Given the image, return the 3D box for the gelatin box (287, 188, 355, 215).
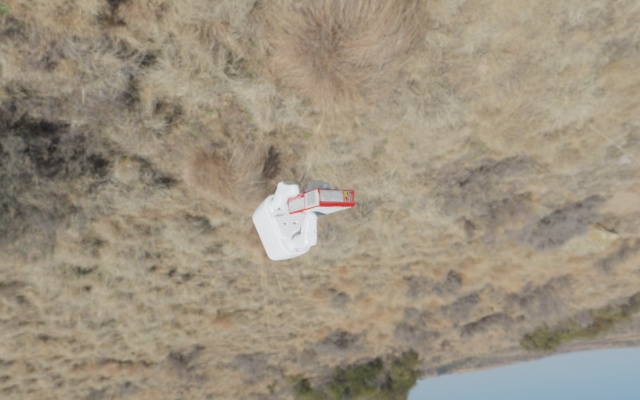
[{"bbox_3d":[0.000,0.003,0.771,0.073,0.030,0.089,2,-11,-36],"label":"gelatin box"}]
